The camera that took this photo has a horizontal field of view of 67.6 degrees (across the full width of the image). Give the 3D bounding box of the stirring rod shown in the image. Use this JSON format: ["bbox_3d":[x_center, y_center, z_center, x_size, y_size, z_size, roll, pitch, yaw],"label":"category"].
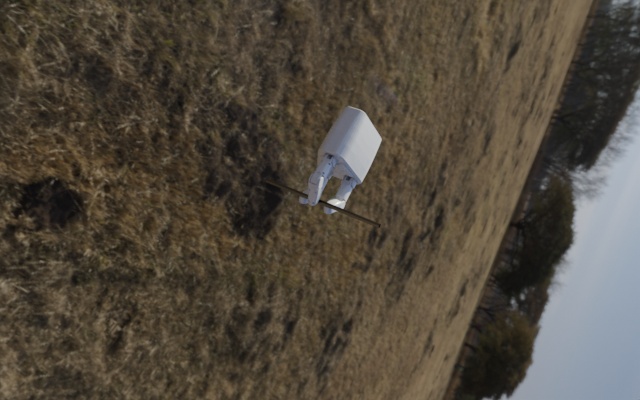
[{"bbox_3d":[0.000,0.003,0.879,0.239,0.011,0.011,22,9,22],"label":"stirring rod"}]
